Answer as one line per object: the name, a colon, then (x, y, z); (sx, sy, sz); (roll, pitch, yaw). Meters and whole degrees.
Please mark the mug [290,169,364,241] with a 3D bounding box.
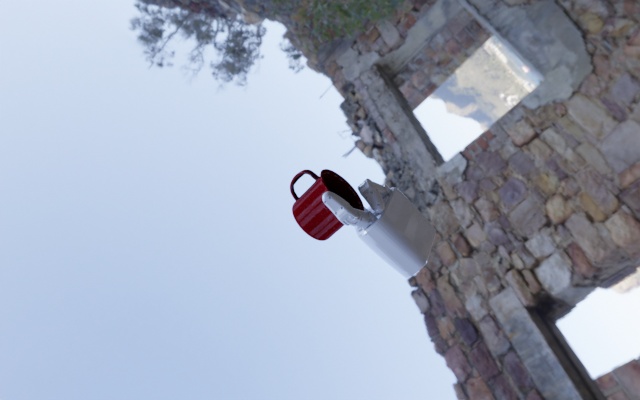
mug: (-0.001, 0.002, 0.761); (0.081, 0.117, 0.093); (-44, 8, 23)
